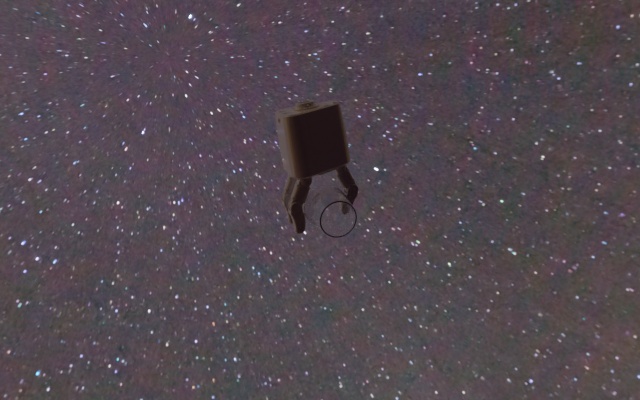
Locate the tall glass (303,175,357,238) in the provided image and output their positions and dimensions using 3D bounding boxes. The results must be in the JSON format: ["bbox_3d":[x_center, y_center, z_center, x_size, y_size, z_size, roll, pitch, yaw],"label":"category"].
[{"bbox_3d":[0.000,0.003,0.846,0.079,0.079,0.201,0,16,-18],"label":"tall glass"}]
